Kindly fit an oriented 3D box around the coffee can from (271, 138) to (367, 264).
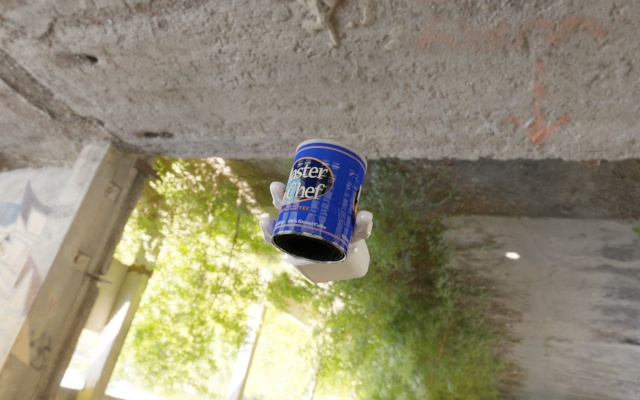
[{"bbox_3d":[0.000,0.002,0.648,0.103,0.140,0.103,12,-24,5],"label":"coffee can"}]
